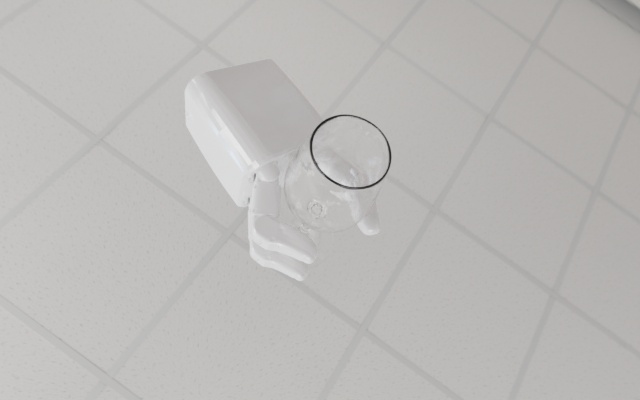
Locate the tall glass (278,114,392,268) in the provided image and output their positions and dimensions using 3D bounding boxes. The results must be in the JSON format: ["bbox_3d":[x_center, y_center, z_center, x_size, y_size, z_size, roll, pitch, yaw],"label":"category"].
[{"bbox_3d":[0.000,0.002,0.434,0.079,0.079,0.201,0,-22,-14],"label":"tall glass"}]
